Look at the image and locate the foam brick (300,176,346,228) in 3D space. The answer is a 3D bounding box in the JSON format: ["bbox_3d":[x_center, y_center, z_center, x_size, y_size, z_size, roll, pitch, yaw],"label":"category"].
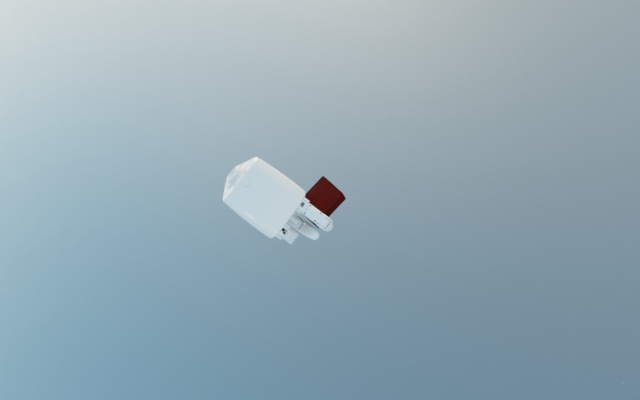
[{"bbox_3d":[0.000,0.003,0.875,0.051,0.078,0.053,43,-4,15],"label":"foam brick"}]
